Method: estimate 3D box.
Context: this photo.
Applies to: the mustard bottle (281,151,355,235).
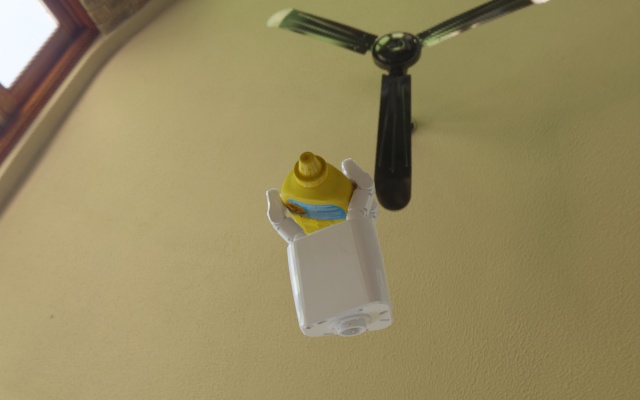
[{"bbox_3d":[0.000,0.002,0.621,0.096,0.058,0.192,9,-29,17],"label":"mustard bottle"}]
